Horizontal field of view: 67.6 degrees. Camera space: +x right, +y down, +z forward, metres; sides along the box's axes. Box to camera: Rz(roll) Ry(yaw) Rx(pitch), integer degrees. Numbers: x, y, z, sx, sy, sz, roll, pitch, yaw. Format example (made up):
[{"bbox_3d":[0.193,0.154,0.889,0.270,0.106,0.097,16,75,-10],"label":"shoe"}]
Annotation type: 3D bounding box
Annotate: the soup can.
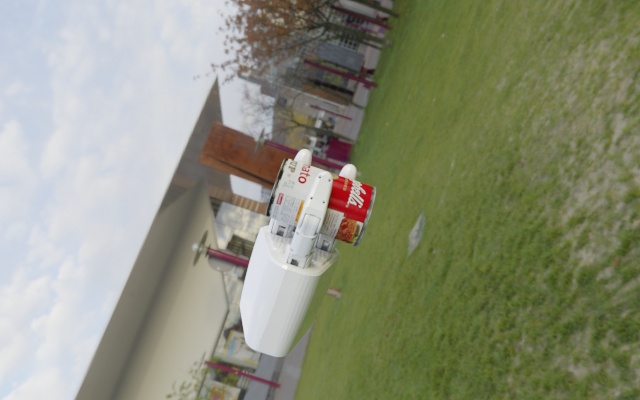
[{"bbox_3d":[0.000,0.001,0.513,0.102,0.068,0.068,18,-1,-2],"label":"soup can"}]
